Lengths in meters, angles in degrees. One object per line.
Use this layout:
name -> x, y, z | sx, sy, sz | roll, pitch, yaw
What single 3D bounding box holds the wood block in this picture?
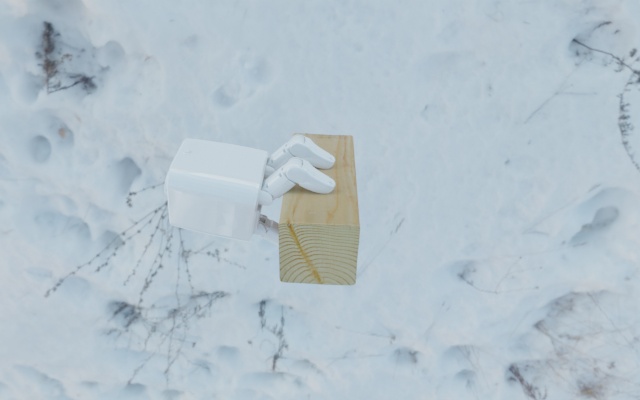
wood block -> 0.000, 0.002, 0.612 | 0.090, 0.091, 0.206 | 2, 36, 0
